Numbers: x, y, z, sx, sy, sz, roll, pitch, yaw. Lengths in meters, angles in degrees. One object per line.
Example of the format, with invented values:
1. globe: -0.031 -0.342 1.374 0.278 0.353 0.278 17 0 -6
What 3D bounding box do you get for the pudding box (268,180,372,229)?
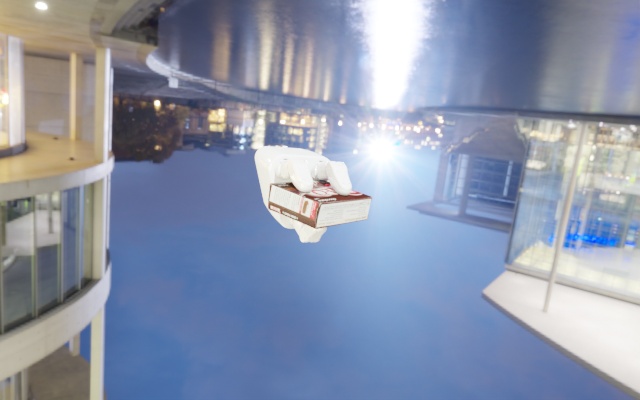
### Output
1. pudding box: 0.000 0.002 0.634 0.090 0.039 0.113 20 19 37
